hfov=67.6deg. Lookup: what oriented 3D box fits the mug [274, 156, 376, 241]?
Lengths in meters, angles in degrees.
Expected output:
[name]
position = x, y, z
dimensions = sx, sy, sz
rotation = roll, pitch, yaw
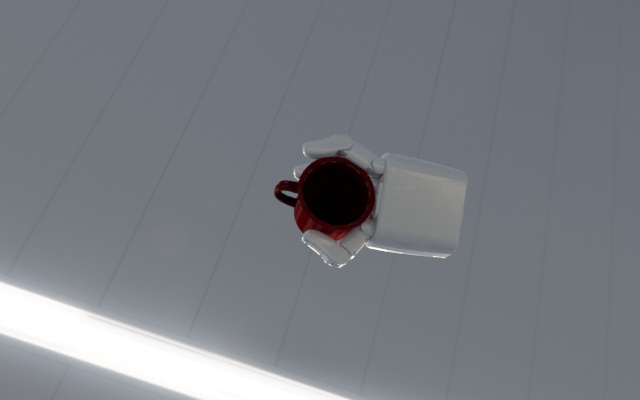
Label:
[mug]
position = -0.001, 0.002, 0.590
dimensions = 0.117, 0.093, 0.081
rotation = 11, -22, -7
